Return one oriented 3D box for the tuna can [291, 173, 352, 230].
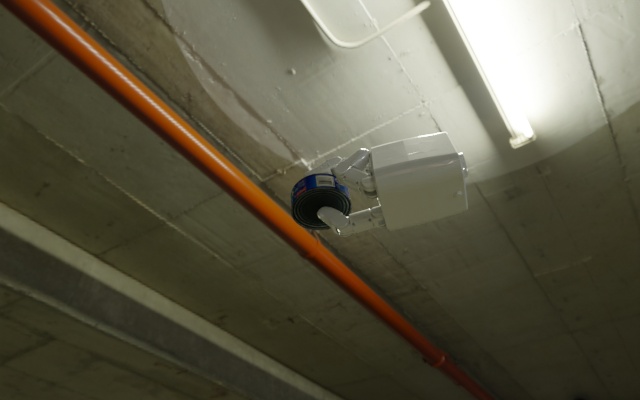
[{"bbox_3d":[0.000,0.002,0.679,0.086,0.033,0.086,-4,-44,-4],"label":"tuna can"}]
